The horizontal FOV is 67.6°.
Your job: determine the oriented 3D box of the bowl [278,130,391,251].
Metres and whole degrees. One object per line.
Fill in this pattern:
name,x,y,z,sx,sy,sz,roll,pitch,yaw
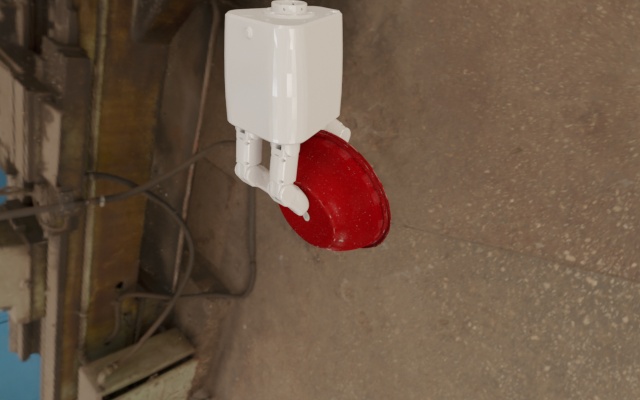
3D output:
bowl,0.000,0.003,0.547,0.055,0.162,0.162,-38,22,-31
